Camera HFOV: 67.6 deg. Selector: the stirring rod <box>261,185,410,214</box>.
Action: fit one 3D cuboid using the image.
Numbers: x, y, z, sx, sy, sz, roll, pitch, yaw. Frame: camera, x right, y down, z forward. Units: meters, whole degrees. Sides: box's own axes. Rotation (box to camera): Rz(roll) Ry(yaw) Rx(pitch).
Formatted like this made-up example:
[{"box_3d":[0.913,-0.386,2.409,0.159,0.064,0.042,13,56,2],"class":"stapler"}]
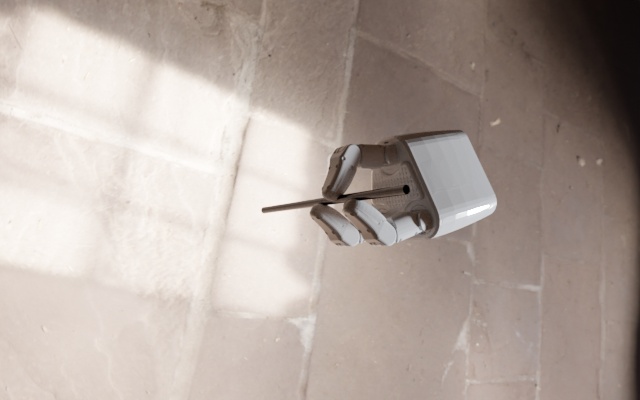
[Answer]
[{"box_3d":[0.000,0.002,0.478,0.011,0.011,0.239,0,-5,-35],"class":"stirring rod"}]
